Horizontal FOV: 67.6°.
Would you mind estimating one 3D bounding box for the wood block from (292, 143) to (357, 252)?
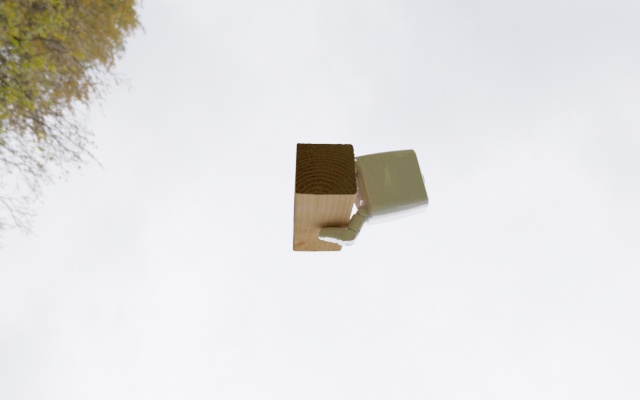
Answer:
[{"bbox_3d":[0.001,0.003,0.784,0.090,0.090,0.206,1,-30,-4],"label":"wood block"}]
